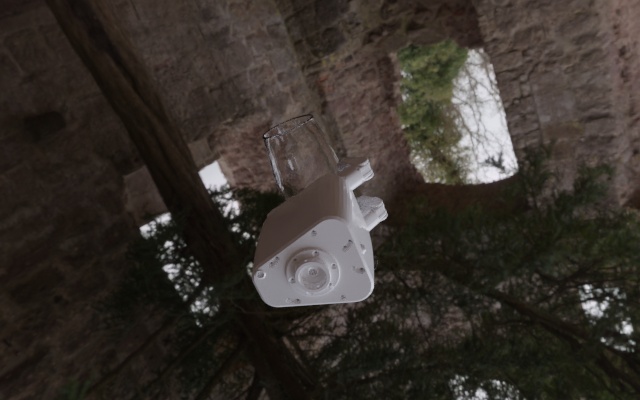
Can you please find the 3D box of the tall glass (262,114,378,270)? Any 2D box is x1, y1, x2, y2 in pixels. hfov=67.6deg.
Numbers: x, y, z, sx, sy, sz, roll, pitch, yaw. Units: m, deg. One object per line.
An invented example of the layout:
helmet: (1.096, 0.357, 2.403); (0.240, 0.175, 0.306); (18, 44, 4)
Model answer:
tall glass: (0.000, 0.002, 0.570); (0.079, 0.201, 0.079); (-21, 20, 8)
